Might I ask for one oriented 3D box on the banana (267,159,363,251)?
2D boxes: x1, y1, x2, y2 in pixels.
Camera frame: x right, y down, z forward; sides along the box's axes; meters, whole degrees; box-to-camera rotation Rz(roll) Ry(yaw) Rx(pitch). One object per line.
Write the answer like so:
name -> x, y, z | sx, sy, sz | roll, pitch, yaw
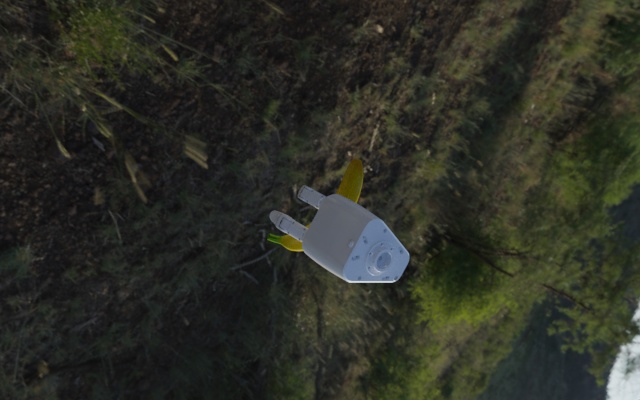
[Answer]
banana -> 0.010, 0.019, 0.765 | 0.198, 0.069, 0.037 | -42, 6, -8
